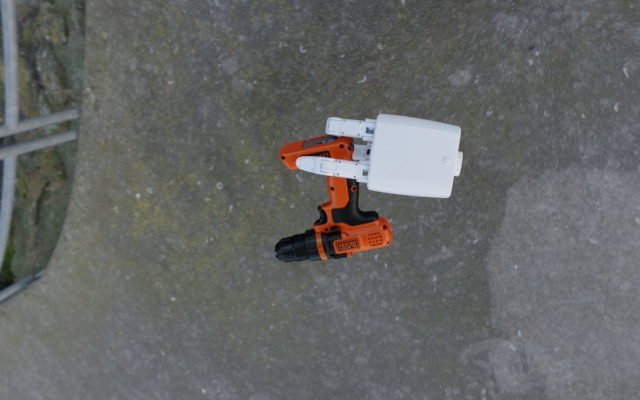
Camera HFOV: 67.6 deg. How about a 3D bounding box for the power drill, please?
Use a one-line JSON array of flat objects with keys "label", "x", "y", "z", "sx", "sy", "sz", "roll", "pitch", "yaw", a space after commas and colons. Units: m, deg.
[{"label": "power drill", "x": 0.000, "y": 0.002, "z": 0.708, "sx": 0.184, "sy": 0.188, "sz": 0.057, "roll": -12, "pitch": 24, "yaw": 9}]
